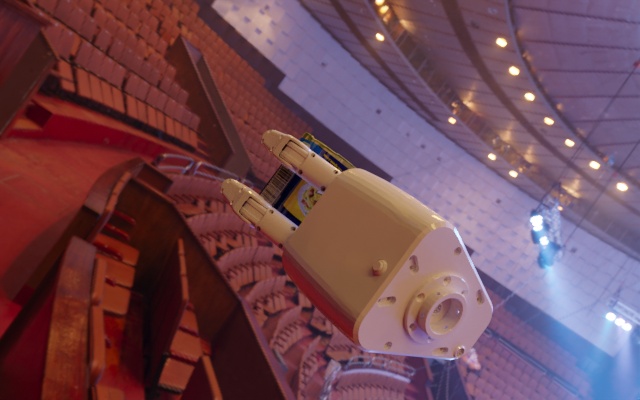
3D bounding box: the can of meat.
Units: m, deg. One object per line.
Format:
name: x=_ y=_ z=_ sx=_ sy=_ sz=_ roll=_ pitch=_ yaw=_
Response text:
can of meat: x=0.000 y=0.001 z=0.430 sx=0.102 sy=0.084 sz=0.057 roll=36 pitch=1 yaw=-29
